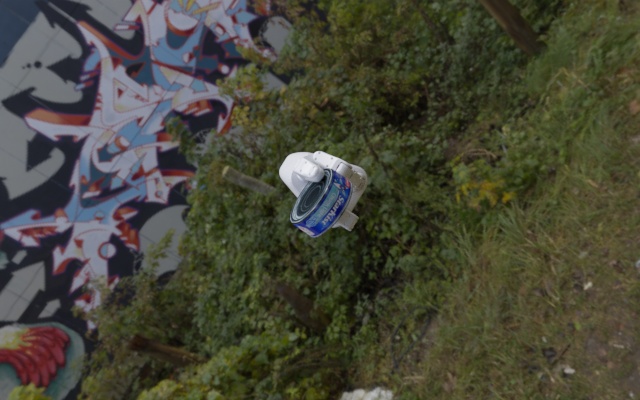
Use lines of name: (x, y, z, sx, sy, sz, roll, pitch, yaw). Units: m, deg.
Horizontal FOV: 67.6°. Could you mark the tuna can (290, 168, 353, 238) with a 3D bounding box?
tuna can: (0.000, 0.002, 0.598, 0.034, 0.086, 0.086, 35, -13, -19)
